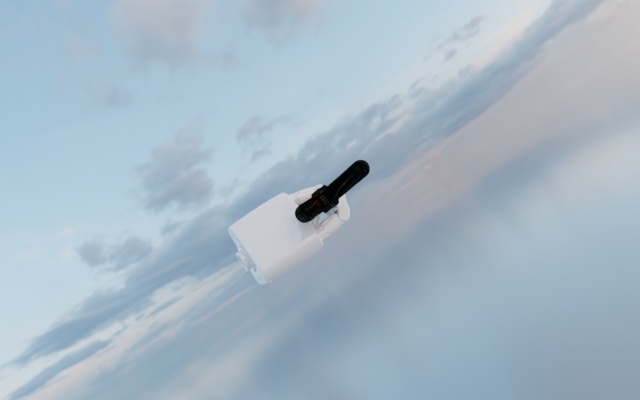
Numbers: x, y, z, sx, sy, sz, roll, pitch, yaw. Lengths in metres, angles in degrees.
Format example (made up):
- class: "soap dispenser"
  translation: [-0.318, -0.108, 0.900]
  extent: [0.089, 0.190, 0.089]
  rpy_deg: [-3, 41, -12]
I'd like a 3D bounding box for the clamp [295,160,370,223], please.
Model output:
- class: "clamp"
  translation: [0.000, 0.002, 0.691]
  extent: [0.120, 0.039, 0.171]
  rpy_deg: [-32, -6, -20]
